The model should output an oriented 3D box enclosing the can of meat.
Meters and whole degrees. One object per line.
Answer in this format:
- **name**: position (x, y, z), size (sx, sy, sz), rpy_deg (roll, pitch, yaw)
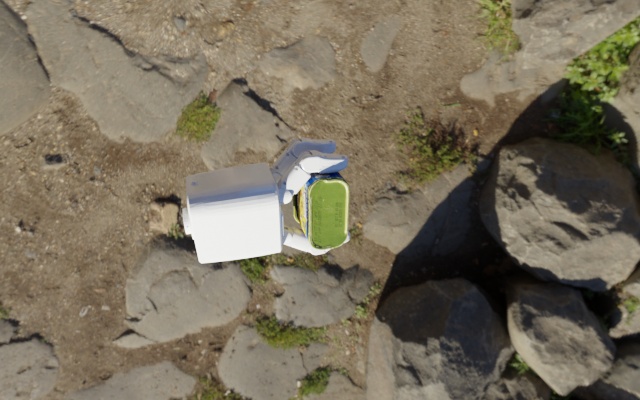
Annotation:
- **can of meat**: position (0.000, 0.002, 0.618), size (0.057, 0.102, 0.084), rpy_deg (-6, 25, -13)
